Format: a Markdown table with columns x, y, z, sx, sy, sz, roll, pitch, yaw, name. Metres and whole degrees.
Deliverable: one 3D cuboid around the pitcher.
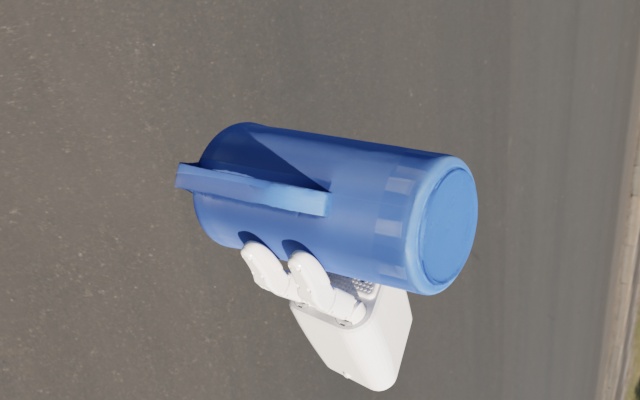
| x | y | z | sx | sy | sz | roll | pitch | yaw | name |
| --- | --- | --- | --- | --- | --- | --- | --- | --- | --- |
| 0.000 | 0.001 | 0.423 | 0.243 | 0.145 | 0.149 | 11 | 45 | 40 | pitcher |
